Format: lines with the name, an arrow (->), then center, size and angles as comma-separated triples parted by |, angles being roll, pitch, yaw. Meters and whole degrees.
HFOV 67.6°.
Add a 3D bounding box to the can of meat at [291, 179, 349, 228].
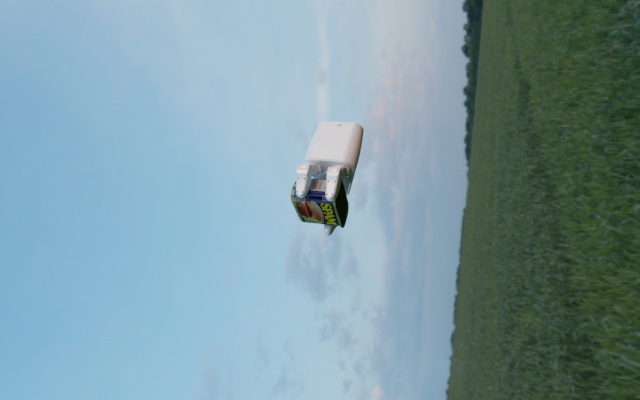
can of meat -> 0.000, 0.003, 0.874 | 0.084, 0.057, 0.102 | 5, -33, 17
